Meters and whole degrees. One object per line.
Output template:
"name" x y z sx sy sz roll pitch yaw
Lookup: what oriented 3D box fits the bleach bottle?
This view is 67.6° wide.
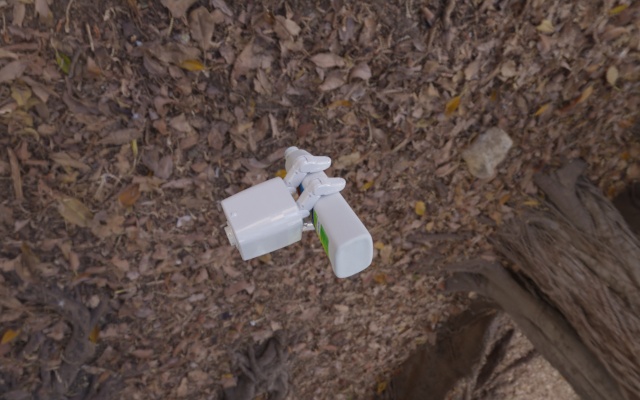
"bleach bottle" 0.000 0.003 0.806 0.068 0.250 0.103 -22 -38 -13
